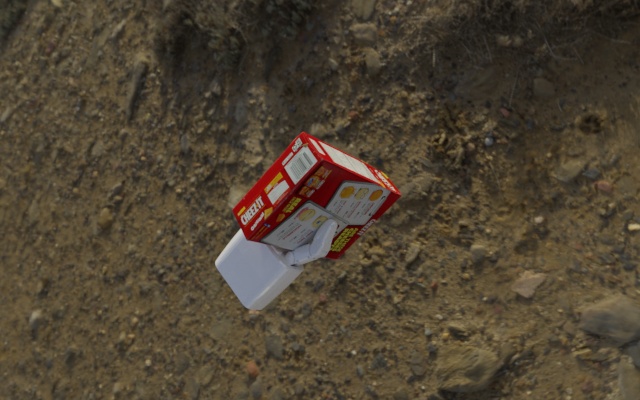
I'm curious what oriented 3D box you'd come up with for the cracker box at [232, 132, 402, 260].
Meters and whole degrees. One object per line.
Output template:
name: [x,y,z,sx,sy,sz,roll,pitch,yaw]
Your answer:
cracker box: [0.000,0.002,0.731,0.164,0.072,0.214,-46,-36,19]
